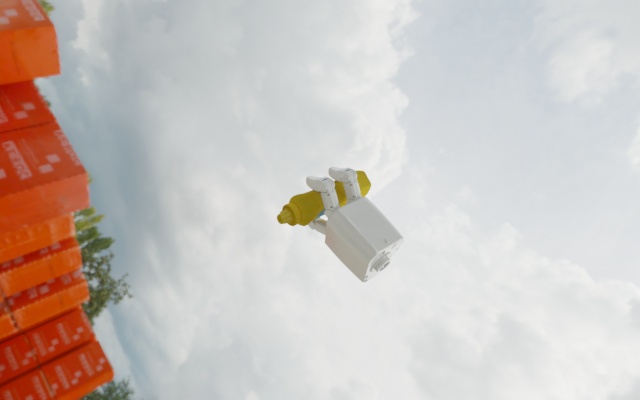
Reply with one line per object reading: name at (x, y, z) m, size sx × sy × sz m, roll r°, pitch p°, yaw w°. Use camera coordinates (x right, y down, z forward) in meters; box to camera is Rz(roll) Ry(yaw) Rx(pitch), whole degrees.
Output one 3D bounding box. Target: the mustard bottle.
mustard bottle at (0.000, 0.003, 0.881) m, size 0.191 × 0.058 × 0.096 m, roll -24°, pitch -5°, yaw -36°
